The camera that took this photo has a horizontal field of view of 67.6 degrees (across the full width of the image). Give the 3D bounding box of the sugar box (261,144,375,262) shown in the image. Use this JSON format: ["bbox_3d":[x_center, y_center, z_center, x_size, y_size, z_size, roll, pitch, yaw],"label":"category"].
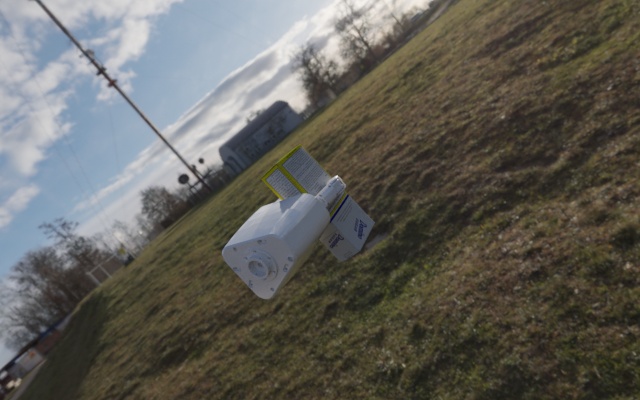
[{"bbox_3d":[0.000,0.003,0.726,0.048,0.176,0.093,-37,8,33],"label":"sugar box"}]
